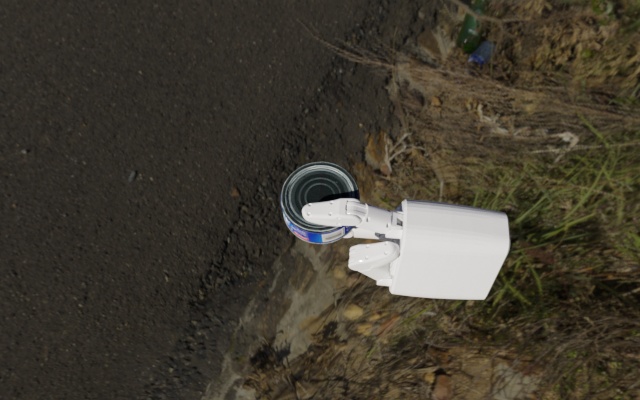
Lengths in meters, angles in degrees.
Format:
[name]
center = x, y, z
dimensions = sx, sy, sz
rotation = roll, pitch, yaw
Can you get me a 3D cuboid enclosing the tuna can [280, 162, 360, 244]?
[tuna can]
center = 0.000, 0.001, 0.516
dimensions = 0.086, 0.086, 0.034
rotation = 0, -25, 3
